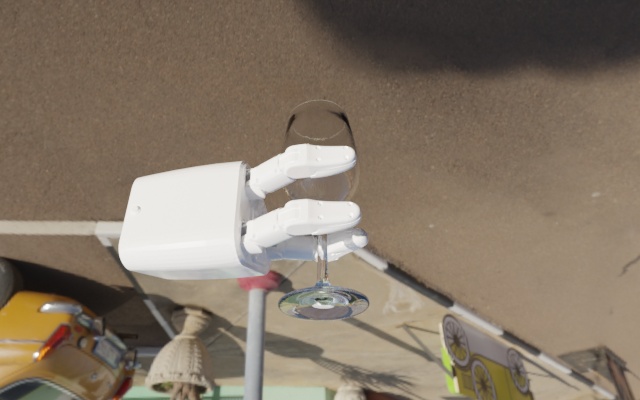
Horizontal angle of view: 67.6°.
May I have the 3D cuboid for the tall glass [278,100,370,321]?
[{"bbox_3d":[0.000,0.002,0.439,0.079,0.201,0.079,-1,-32,-1],"label":"tall glass"}]
